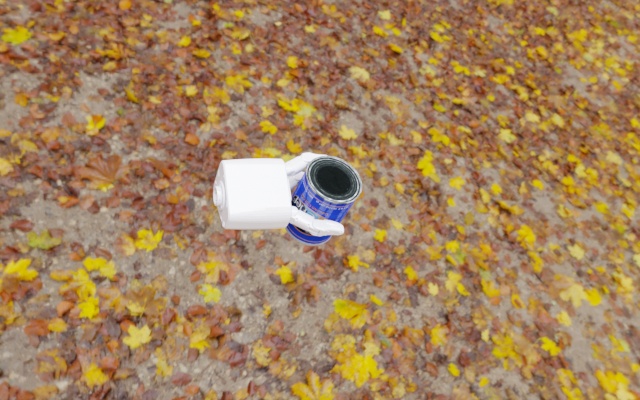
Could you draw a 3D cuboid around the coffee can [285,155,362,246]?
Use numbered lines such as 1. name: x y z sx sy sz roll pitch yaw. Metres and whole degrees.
1. coffee can: 0.000 0.003 0.858 0.103 0.102 0.140 0 -35 -24
